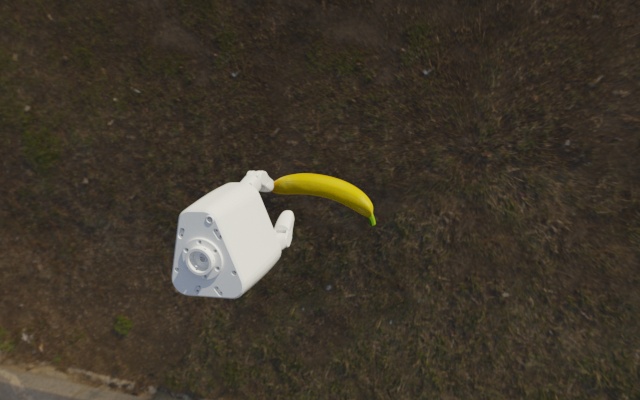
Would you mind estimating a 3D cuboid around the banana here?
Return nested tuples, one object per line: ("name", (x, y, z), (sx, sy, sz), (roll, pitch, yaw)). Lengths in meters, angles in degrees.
("banana", (0.008, -0.012, 0.820), (0.198, 0.070, 0.037), (20, 30, 5))
